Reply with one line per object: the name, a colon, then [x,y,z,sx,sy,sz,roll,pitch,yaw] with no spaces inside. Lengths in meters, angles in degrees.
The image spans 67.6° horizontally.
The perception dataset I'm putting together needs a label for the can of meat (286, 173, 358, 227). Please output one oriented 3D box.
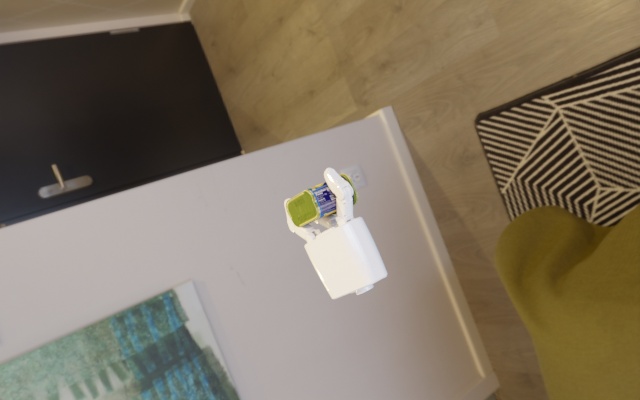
can of meat: [0.000,0.003,0.812,0.084,0.057,0.102,-22,-4,-32]
